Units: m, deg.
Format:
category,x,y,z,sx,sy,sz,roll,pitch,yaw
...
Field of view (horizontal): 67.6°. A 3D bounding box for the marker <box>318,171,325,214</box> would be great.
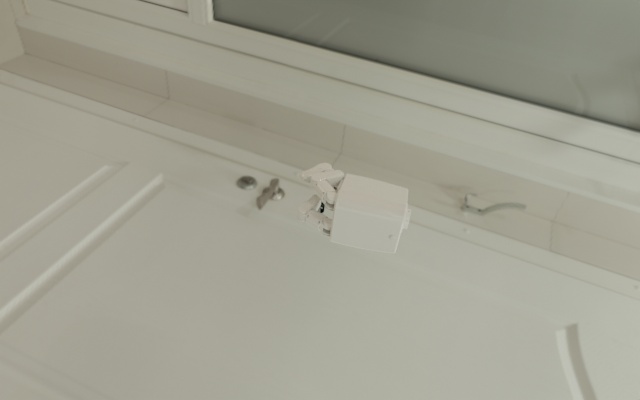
category,x,y,z,sx,sy,sz,roll,pitch,yaw
marker,0.000,0.003,0.826,0.020,0.121,0.020,3,41,-3
